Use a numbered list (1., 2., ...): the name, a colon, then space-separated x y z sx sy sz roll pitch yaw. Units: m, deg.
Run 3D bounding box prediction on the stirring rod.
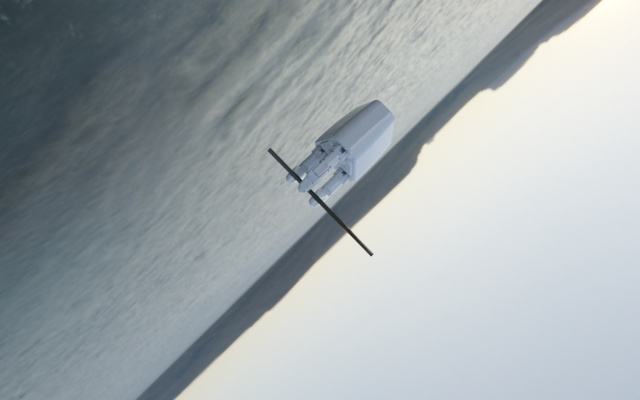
1. stirring rod: 0.000 0.002 0.775 0.011 0.239 0.011 -44 -2 -2
